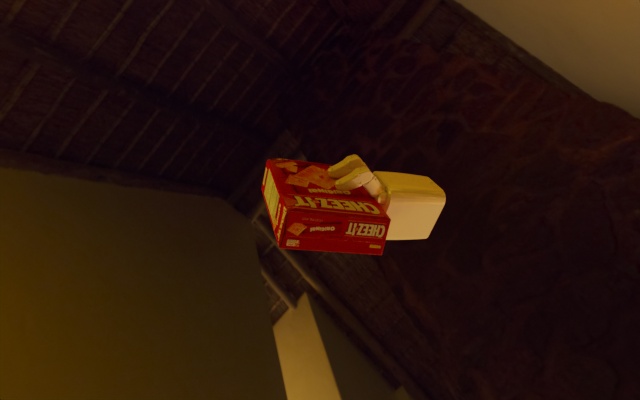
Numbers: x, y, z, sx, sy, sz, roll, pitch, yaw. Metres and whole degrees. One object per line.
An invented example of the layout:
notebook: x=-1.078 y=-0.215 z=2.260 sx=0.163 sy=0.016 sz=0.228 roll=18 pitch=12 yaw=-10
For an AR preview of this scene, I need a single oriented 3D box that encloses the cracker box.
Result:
cracker box: x=0.000 y=0.003 z=0.785 sx=0.164 sy=0.072 sz=0.213 roll=5 pitch=23 yaw=-17
